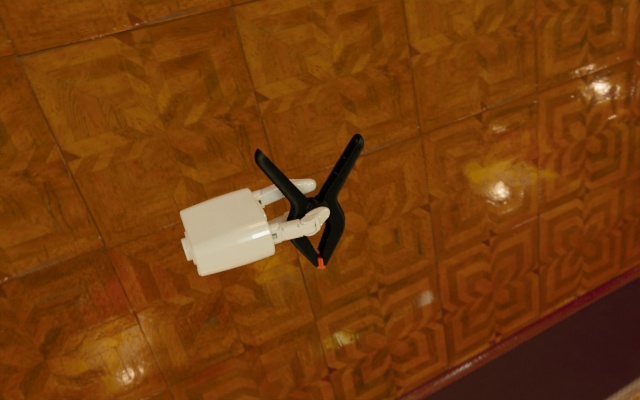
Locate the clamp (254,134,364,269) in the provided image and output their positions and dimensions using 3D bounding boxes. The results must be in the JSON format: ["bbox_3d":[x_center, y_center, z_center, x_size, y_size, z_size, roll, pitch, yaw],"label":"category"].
[{"bbox_3d":[0.000,0.003,0.718,0.164,0.210,0.036,-17,25,-14],"label":"clamp"}]
